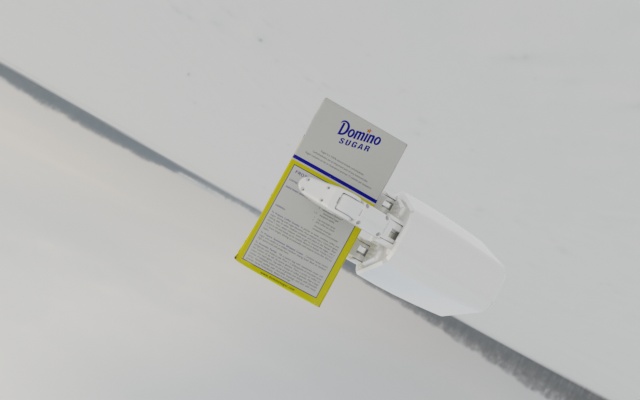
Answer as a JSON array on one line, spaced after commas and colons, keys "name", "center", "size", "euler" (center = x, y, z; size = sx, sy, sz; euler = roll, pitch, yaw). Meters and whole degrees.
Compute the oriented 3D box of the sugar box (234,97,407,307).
[{"name": "sugar box", "center": [0.000, 0.002, 0.463], "size": [0.093, 0.176, 0.048], "euler": [30, -5, -5]}]
